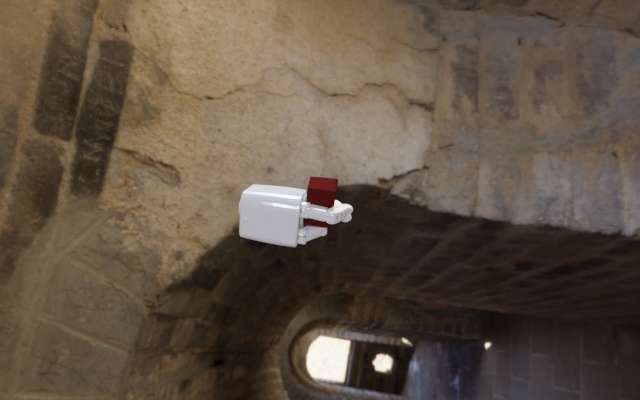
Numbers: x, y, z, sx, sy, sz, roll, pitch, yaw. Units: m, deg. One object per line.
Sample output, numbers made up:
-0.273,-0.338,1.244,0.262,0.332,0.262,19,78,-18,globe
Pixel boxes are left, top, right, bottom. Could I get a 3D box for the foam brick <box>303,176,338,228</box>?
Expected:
0.000,0.003,0.860,0.051,0.078,0.053,9,27,2,foam brick
